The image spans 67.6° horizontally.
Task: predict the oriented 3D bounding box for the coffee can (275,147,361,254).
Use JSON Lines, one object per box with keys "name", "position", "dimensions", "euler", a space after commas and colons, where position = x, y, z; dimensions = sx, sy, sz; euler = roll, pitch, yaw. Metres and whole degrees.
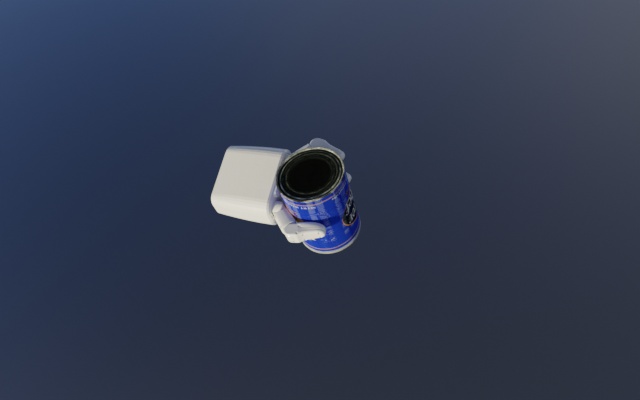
{"name": "coffee can", "position": [0.000, 0.003, 0.733], "dimensions": [0.103, 0.102, 0.140], "euler": [0, -37, 16]}
